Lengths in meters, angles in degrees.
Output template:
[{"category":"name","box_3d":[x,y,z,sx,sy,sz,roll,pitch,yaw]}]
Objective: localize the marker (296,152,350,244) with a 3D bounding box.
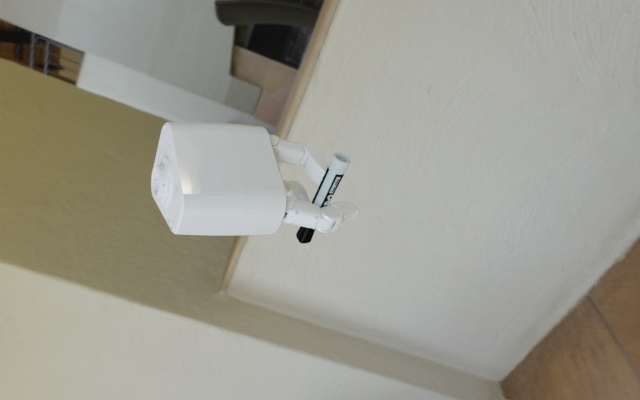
[{"category":"marker","box_3d":[0.000,0.002,0.515,0.020,0.121,0.020,17,35,-13]}]
